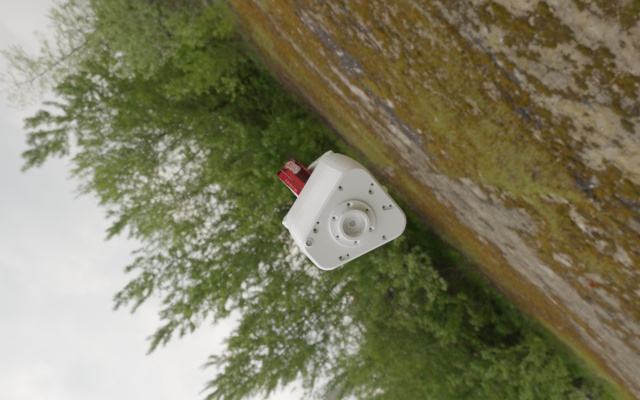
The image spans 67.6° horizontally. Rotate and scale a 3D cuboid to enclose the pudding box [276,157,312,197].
[{"bbox_3d":[0.000,0.002,0.648,0.090,0.039,0.113,45,-3,47],"label":"pudding box"}]
